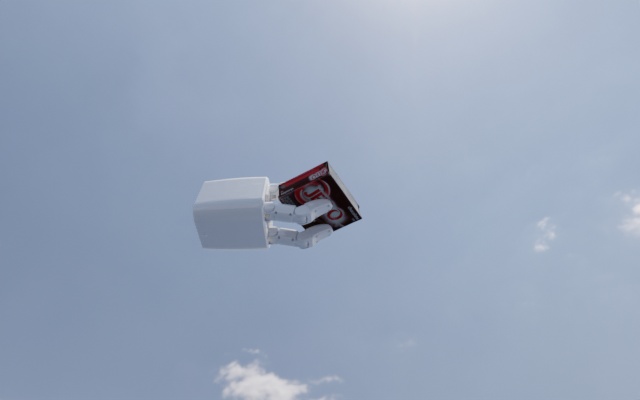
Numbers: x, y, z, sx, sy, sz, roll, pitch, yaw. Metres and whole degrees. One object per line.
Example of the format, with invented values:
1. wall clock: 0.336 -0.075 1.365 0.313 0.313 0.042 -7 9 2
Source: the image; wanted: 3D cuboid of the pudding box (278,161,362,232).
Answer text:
1. pudding box: 0.000 0.002 0.748 0.090 0.039 0.113 -25 -48 17
